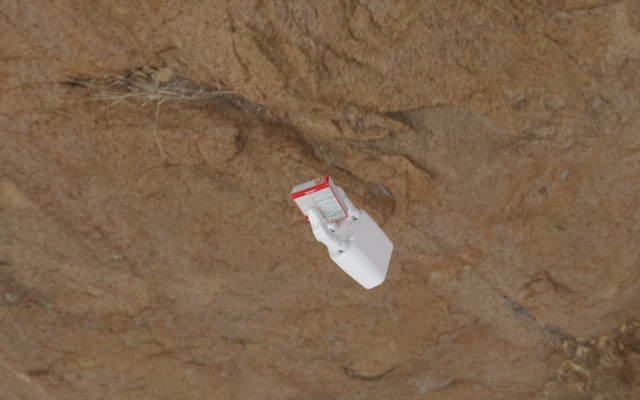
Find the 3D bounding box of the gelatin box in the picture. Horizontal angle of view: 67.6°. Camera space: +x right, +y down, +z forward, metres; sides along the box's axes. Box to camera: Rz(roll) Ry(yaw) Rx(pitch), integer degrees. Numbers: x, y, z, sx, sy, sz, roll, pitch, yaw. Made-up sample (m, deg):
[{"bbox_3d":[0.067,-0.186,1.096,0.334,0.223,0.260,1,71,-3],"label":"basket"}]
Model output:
[{"bbox_3d":[0.000,0.003,0.855,0.073,0.089,0.030,-19,38,19],"label":"gelatin box"}]
